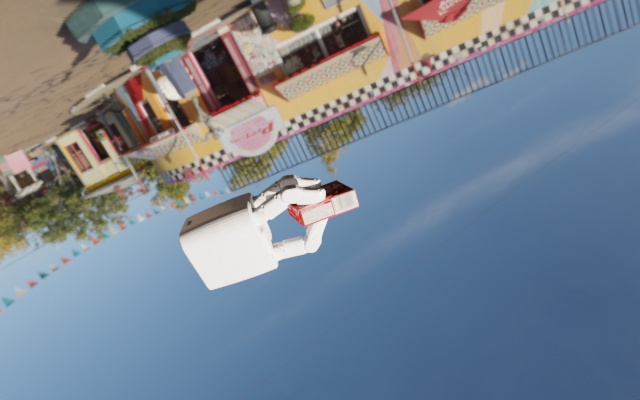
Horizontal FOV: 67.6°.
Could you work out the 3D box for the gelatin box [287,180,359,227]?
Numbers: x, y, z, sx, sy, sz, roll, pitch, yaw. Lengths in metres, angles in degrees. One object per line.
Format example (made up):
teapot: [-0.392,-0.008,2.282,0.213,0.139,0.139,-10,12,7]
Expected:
gelatin box: [0.001,0.003,0.691,0.089,0.030,0.073,-20,18,-14]
